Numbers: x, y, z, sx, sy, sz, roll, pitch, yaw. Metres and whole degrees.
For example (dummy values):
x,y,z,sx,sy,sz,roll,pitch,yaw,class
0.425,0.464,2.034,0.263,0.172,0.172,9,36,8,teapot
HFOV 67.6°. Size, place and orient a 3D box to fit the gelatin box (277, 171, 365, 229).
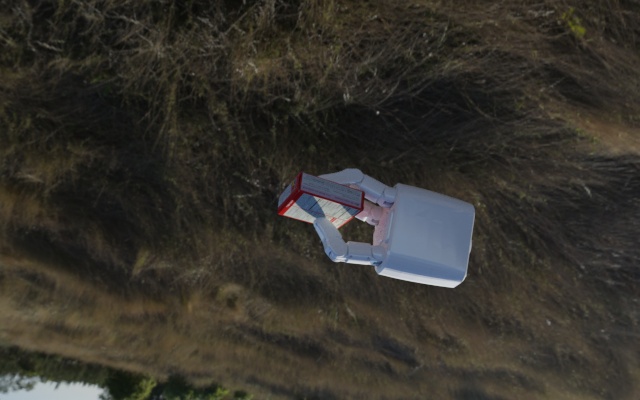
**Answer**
x,y,z,sx,sy,sz,roll,pitch,yaw,class
0.000,0.002,0.597,0.089,0.030,0.073,16,-29,-20,gelatin box
